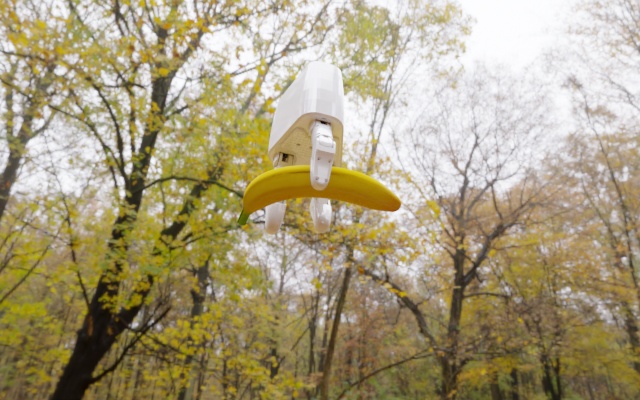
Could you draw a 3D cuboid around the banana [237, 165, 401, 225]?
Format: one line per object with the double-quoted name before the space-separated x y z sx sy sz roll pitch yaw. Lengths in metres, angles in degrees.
"banana" -0.006 -0.011 0.557 0.198 0.070 0.037 -4 44 6
